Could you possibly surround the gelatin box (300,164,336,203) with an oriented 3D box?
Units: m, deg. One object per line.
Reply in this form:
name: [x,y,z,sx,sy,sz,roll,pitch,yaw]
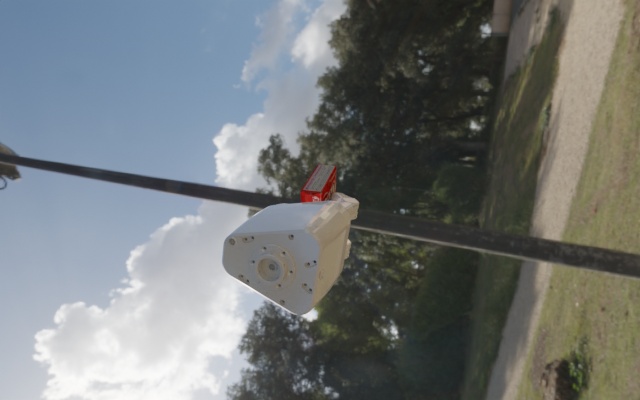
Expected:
gelatin box: [0.000,0.002,0.638,0.030,0.073,0.089,5,28,12]
